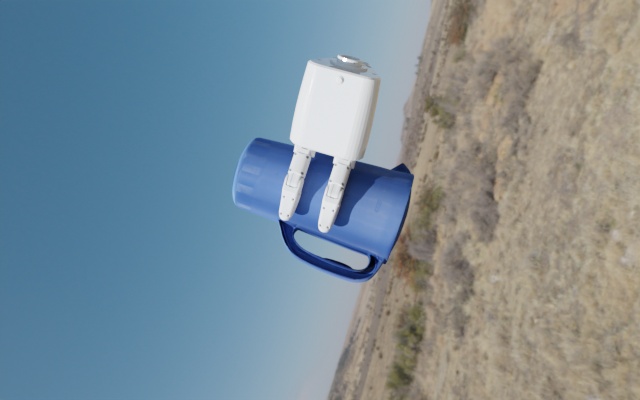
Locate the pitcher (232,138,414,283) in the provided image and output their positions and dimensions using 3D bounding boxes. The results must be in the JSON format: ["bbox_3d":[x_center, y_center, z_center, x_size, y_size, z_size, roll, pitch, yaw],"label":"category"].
[{"bbox_3d":[0.000,0.002,0.681,0.243,0.145,0.149,17,27,7],"label":"pitcher"}]
